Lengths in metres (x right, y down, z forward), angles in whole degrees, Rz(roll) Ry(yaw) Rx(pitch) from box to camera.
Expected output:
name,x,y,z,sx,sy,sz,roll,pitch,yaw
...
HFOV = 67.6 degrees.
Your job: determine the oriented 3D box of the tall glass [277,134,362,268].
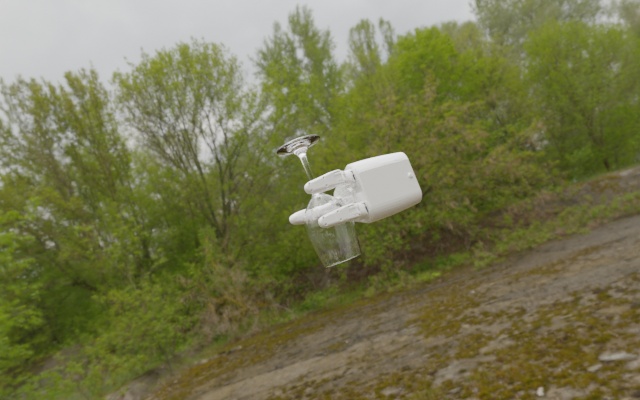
name,x,y,z,sx,sy,sz,roll,pitch,yaw
tall glass,0.000,0.002,0.753,0.079,0.201,0.079,-20,-7,-3
